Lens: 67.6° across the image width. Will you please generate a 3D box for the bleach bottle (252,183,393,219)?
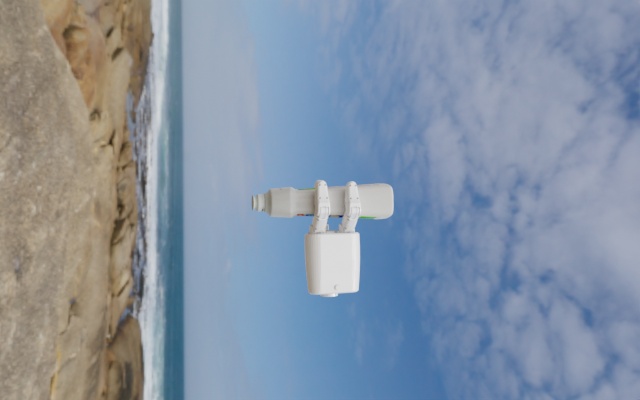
[{"bbox_3d":[0.000,0.003,0.872,0.251,0.068,0.102,-1,-2,-16],"label":"bleach bottle"}]
